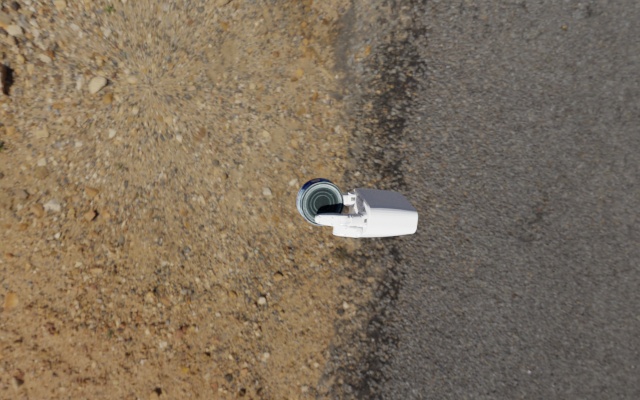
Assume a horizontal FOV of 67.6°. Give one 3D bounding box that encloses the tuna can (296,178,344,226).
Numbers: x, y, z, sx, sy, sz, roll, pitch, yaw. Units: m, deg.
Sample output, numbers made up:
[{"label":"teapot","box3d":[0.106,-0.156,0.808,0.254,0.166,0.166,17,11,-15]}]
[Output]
[{"label":"tuna can","box3d":[0.000,0.003,0.889,0.086,0.086,0.033,0,13,-14]}]
